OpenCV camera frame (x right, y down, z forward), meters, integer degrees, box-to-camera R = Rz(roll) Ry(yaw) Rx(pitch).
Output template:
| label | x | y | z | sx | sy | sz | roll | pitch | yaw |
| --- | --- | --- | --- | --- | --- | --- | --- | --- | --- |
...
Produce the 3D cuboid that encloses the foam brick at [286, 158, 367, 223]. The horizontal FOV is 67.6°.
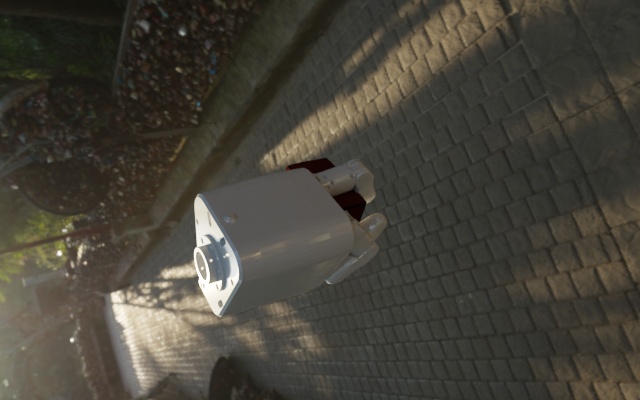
| label | x | y | z | sx | sy | sz | roll | pitch | yaw |
| --- | --- | --- | --- | --- | --- | --- | --- | --- | --- |
| foam brick | 0.000 | 0.001 | 0.489 | 0.051 | 0.053 | 0.078 | -14 | 48 | -31 |
